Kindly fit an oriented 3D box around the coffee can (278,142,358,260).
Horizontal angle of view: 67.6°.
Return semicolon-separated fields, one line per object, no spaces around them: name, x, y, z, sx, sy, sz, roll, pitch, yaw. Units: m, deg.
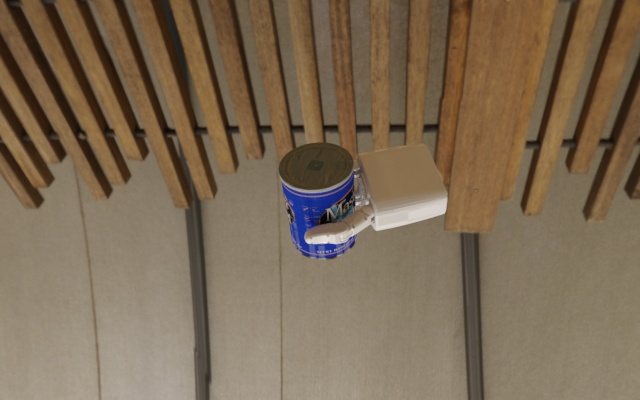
coffee can;0.000;0.002;0.692;0.103;0.140;0.102;-4;43;4
